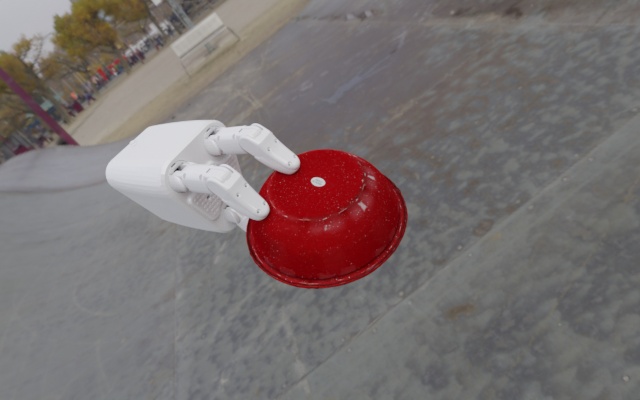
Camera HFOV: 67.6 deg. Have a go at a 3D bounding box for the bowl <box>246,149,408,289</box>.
[{"bbox_3d":[0.001,0.001,0.455,0.162,0.162,0.055,0,-42,13],"label":"bowl"}]
